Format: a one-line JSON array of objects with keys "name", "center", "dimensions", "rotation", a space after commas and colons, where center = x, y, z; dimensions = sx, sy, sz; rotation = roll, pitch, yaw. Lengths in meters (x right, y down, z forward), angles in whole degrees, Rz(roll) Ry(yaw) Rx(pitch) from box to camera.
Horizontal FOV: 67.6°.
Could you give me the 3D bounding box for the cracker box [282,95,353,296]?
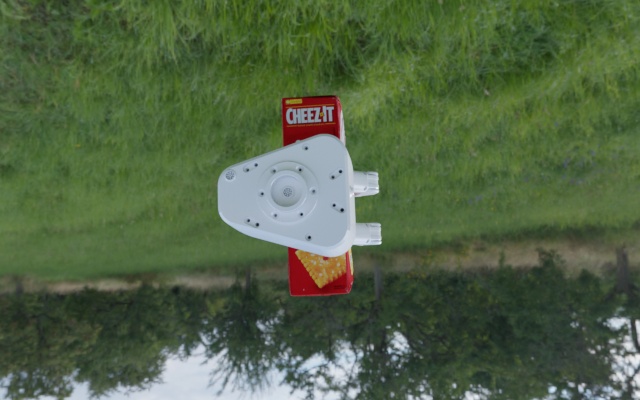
[{"name": "cracker box", "center": [0.000, 0.002, 0.580], "dimensions": [0.072, 0.213, 0.164], "rotation": [-3, -7, 3]}]
